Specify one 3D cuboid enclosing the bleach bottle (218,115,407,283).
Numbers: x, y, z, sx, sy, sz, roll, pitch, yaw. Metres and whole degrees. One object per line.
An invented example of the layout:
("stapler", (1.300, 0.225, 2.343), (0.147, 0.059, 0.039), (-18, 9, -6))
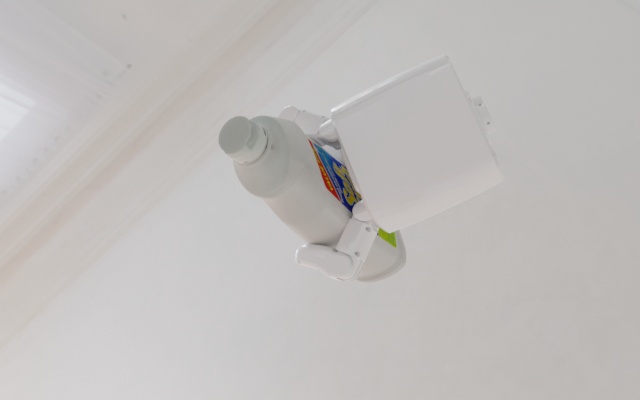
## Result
("bleach bottle", (0.000, 0.001, 0.429), (0.068, 0.102, 0.251), (-24, -29, 19))
